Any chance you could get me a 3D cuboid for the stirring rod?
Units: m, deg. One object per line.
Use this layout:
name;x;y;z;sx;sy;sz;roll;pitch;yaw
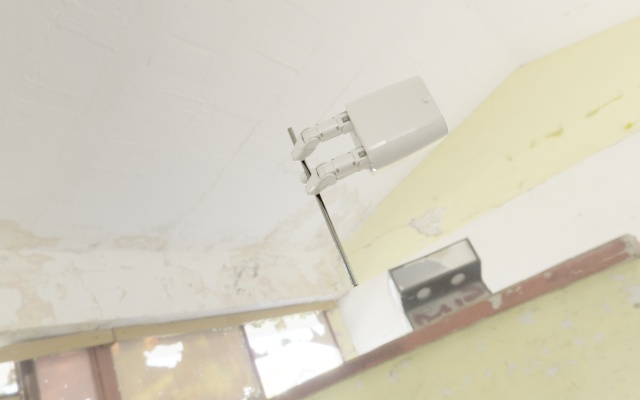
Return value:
stirring rod;0.000;0.002;0.632;0.011;0.239;0.011;-20;-21;-8
